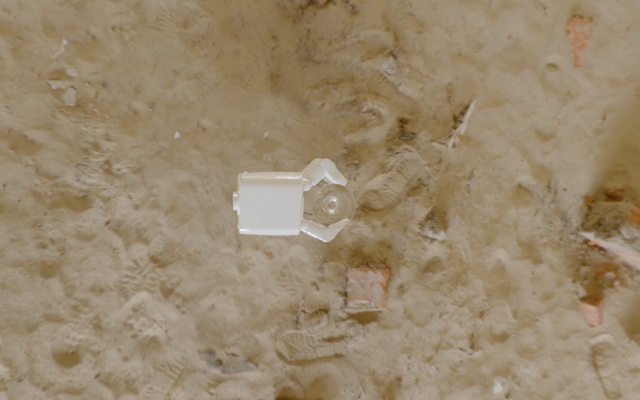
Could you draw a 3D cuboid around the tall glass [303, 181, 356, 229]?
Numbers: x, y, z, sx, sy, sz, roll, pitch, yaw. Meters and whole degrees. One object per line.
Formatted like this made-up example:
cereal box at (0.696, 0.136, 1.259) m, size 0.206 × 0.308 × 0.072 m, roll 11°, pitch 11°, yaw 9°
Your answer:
tall glass at (0.000, 0.003, 0.867) m, size 0.079 × 0.079 × 0.201 m, roll 0°, pitch 4°, yaw -12°
